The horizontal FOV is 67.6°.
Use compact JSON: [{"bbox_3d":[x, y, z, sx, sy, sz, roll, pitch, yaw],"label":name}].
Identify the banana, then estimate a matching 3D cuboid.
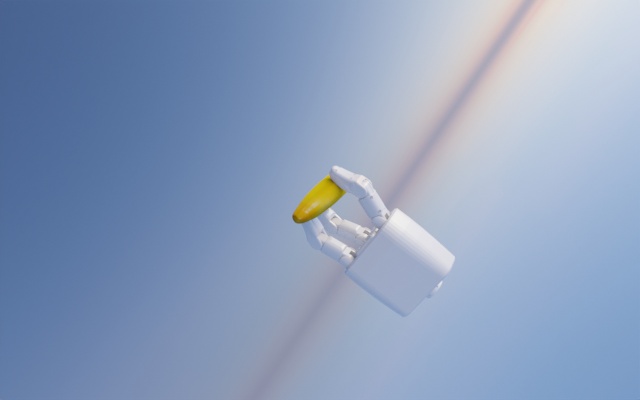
[{"bbox_3d":[0.013,-0.012,0.684,0.037,0.070,0.197,42,17,2],"label":"banana"}]
